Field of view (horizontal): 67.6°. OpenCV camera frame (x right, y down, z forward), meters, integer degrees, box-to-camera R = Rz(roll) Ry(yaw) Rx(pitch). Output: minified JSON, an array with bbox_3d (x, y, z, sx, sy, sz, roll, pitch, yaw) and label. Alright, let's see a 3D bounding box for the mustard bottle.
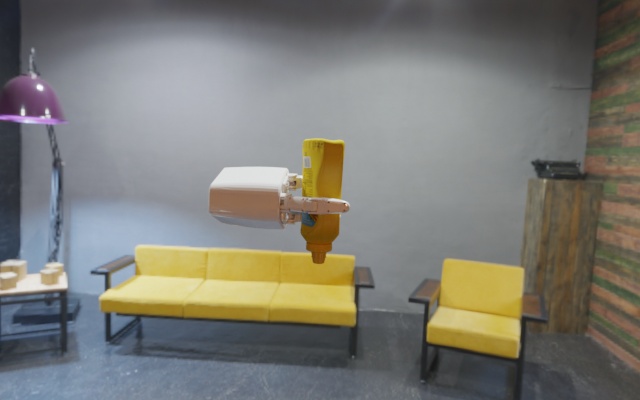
[{"bbox_3d":[0.000,0.002,0.737,0.058,0.191,0.096,1,5,-22],"label":"mustard bottle"}]
